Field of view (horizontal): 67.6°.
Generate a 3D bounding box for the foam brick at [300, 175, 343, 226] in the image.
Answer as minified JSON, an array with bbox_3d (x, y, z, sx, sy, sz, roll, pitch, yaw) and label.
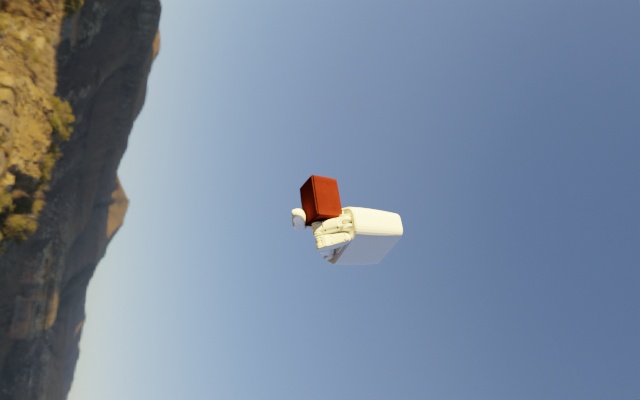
[{"bbox_3d":[0.000,0.002,0.848,0.051,0.078,0.053,6,-28,-29],"label":"foam brick"}]
